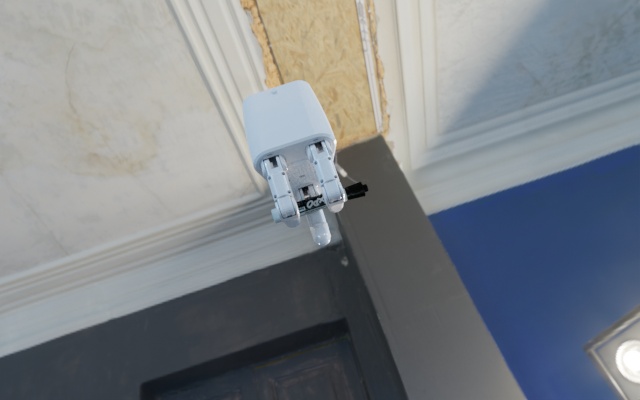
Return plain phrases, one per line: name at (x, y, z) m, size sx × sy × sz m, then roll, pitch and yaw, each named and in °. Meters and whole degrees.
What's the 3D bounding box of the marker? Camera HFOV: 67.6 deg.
marker at (0.000, 0.002, 0.584) m, size 0.121 × 0.020 × 0.020 m, roll -18°, pitch 1°, yaw -2°
